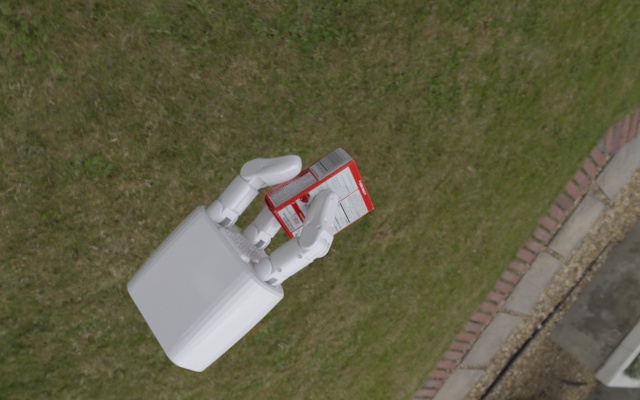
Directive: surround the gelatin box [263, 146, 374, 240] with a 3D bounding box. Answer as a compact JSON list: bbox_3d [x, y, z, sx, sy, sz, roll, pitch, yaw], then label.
[{"bbox_3d":[0.001,0.002,0.458,0.089,0.073,0.030,-33,45,-4],"label":"gelatin box"}]
